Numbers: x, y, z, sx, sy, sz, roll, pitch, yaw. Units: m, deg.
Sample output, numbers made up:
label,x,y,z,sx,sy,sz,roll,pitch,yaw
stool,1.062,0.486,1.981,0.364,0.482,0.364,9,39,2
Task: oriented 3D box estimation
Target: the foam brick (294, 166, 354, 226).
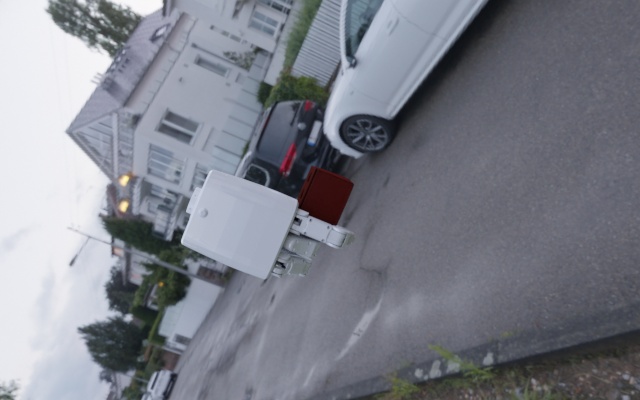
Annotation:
label,x,y,z,sx,sy,sz,roll,pitch,yaw
foam brick,0.000,0.002,0.585,0.051,0.078,0.053,23,5,-8
